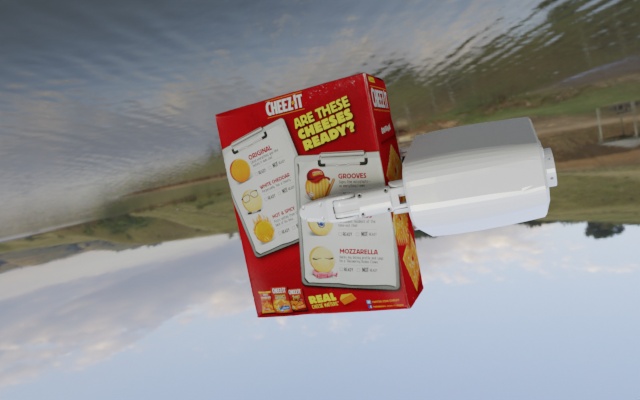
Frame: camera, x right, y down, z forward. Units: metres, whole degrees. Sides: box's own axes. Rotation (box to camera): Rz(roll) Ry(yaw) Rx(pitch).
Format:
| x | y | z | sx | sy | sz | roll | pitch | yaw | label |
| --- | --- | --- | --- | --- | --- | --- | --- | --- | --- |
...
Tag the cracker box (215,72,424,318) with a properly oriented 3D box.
| x | y | z | sx | sy | sz | roll | pitch | yaw | label |
| --- | --- | --- | --- | --- | --- | --- | --- | --- | --- |
| 0.000 | 0.002 | 0.477 | 0.164 | 0.214 | 0.072 | -10 | 4 | 24 | cracker box |
